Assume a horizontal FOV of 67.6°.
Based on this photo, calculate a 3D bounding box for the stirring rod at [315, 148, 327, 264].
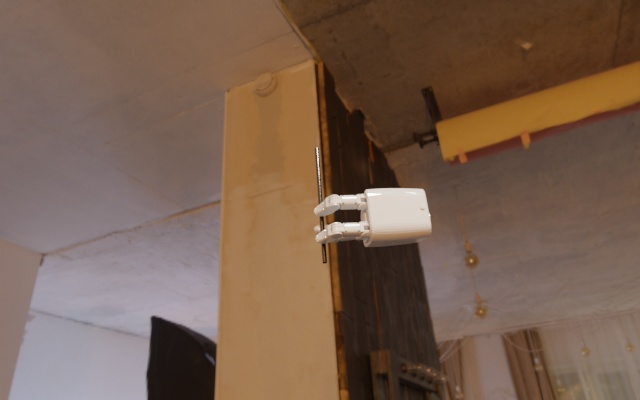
[{"bbox_3d":[0.000,0.003,0.887,0.011,0.239,0.011,-3,-28,-2],"label":"stirring rod"}]
